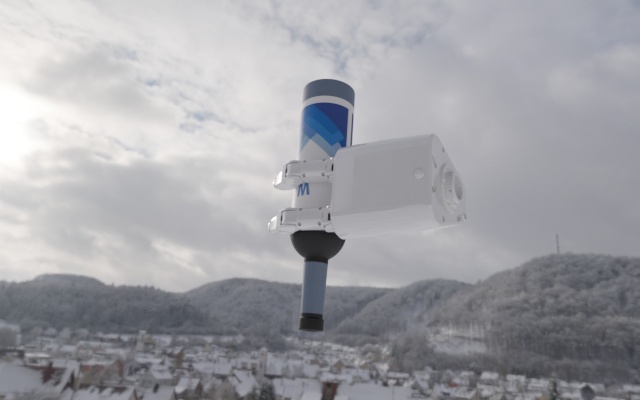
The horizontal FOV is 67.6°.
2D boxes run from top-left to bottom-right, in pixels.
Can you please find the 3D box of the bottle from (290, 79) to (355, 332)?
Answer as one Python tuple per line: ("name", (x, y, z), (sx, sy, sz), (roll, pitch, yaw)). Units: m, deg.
("bottle", (0.000, 0.002, 0.563), (0.069, 0.295, 0.069), (4, -18, 1))
